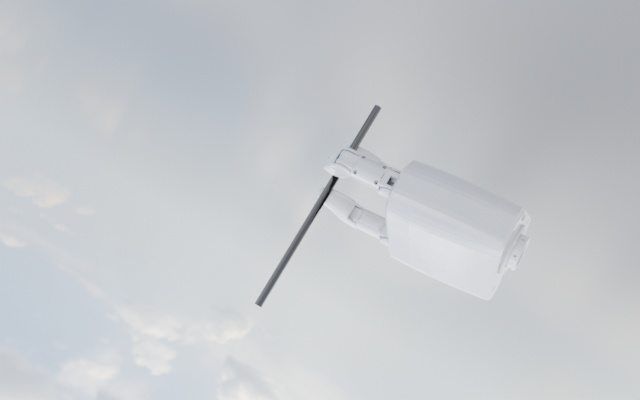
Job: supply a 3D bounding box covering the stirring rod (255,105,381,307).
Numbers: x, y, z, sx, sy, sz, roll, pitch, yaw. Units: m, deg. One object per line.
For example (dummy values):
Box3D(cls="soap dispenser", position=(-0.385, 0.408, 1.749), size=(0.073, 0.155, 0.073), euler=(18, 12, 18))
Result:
Box3D(cls="stirring rod", position=(0.000, 0.002, 0.489), size=(0.011, 0.239, 0.011), euler=(30, -10, 6))
